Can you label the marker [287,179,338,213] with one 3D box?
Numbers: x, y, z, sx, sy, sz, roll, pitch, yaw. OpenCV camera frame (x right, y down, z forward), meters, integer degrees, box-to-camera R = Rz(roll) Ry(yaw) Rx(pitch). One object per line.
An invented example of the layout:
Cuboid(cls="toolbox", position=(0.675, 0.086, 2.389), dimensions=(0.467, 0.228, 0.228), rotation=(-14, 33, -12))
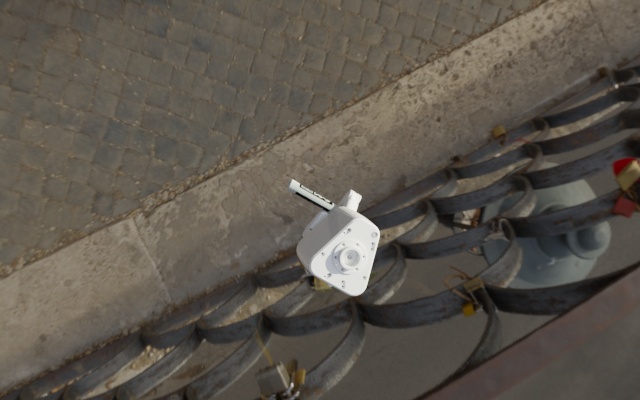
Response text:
Cuboid(cls="marker", position=(0.000, 0.003, 0.790), dimensions=(0.121, 0.020, 0.020), rotation=(30, -7, -13))
